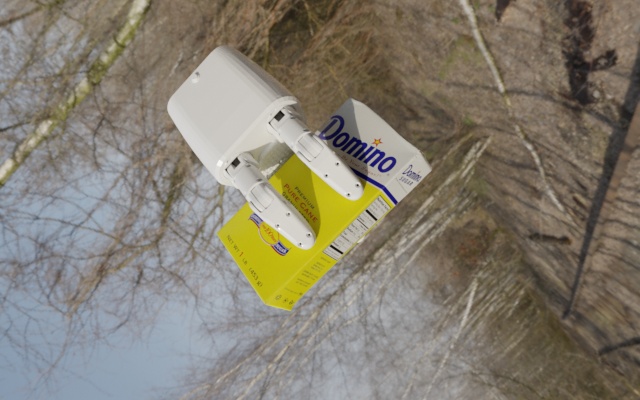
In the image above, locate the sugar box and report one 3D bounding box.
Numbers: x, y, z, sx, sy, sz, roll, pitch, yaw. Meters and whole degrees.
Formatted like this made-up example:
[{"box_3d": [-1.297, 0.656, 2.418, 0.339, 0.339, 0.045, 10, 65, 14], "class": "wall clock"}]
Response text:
[{"box_3d": [0.000, 0.001, 0.416, 0.093, 0.176, 0.048, 47, 7, 33], "class": "sugar box"}]
